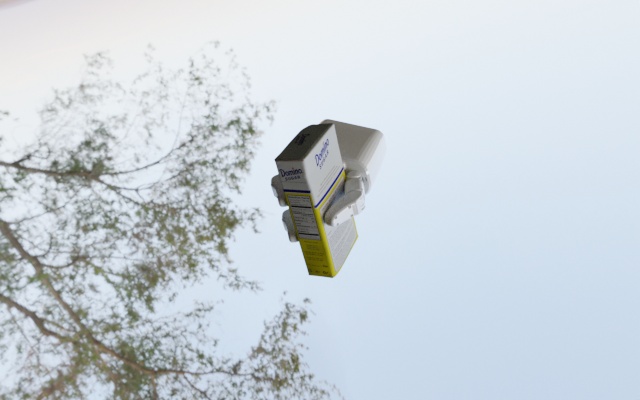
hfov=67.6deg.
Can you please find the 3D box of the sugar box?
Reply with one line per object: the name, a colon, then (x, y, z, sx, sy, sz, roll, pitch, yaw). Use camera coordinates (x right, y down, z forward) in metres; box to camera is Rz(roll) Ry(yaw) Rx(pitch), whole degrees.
sugar box: (0.000, 0.002, 0.601, 0.048, 0.176, 0.093, 1, 34, 27)
